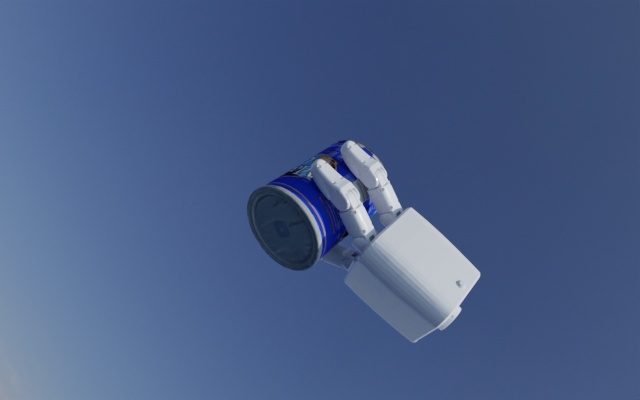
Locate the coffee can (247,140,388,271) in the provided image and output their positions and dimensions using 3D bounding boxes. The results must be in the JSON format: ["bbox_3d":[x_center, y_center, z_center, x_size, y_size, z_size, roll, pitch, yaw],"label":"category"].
[{"bbox_3d":[0.000,0.002,0.557,0.103,0.103,0.140,0,26,43],"label":"coffee can"}]
